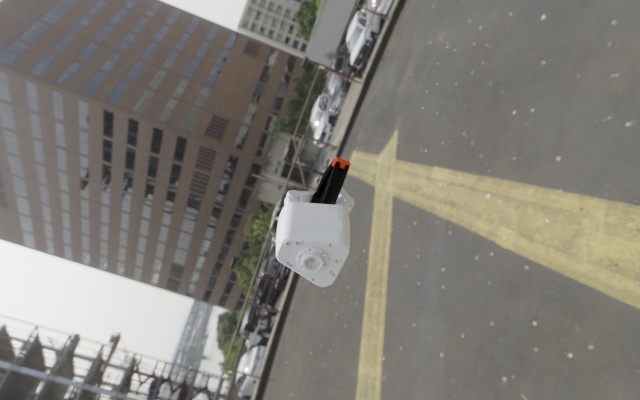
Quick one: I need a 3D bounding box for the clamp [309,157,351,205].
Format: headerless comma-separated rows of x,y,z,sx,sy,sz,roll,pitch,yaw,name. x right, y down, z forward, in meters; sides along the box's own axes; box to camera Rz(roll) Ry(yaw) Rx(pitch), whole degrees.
0.000,0.002,0.889,0.036,0.210,0.164,18,29,-12,clamp
